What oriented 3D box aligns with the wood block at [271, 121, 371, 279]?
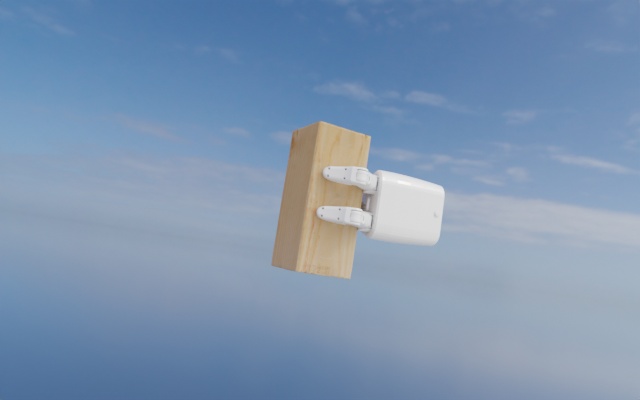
[{"bbox_3d":[0.000,0.002,0.696,0.090,0.206,0.091,12,-8,-27],"label":"wood block"}]
